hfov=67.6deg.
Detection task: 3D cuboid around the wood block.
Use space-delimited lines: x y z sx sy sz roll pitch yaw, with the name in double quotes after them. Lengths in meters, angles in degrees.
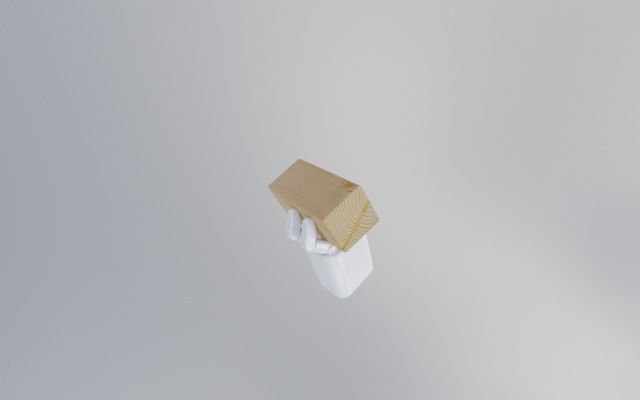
0.001 0.003 0.892 0.091 0.090 0.206 -43 35 -14 "wood block"
